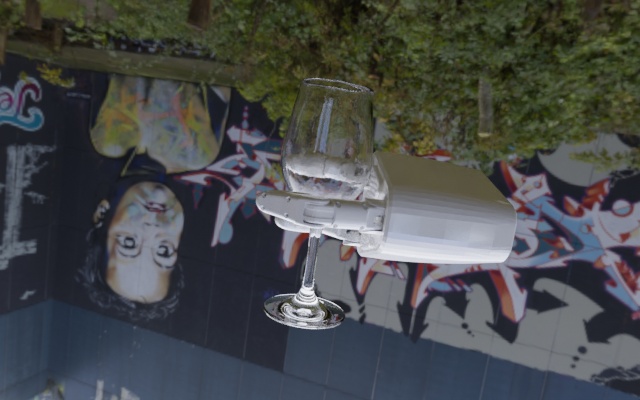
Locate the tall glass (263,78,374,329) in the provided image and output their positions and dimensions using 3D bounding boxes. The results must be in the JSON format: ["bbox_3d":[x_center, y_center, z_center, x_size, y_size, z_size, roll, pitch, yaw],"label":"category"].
[{"bbox_3d":[0.000,0.002,0.412,0.079,0.201,0.079,8,8,-1],"label":"tall glass"}]
